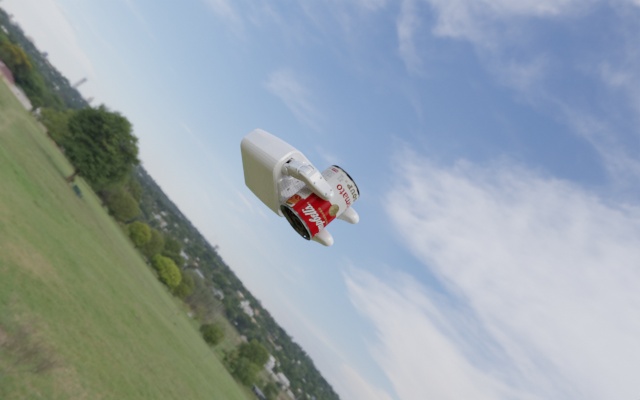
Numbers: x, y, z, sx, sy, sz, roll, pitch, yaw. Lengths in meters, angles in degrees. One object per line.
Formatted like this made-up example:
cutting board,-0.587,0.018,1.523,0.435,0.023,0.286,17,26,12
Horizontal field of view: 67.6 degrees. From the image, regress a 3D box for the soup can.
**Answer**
soup can,0.001,0.002,0.714,0.102,0.068,0.068,-39,14,-18
